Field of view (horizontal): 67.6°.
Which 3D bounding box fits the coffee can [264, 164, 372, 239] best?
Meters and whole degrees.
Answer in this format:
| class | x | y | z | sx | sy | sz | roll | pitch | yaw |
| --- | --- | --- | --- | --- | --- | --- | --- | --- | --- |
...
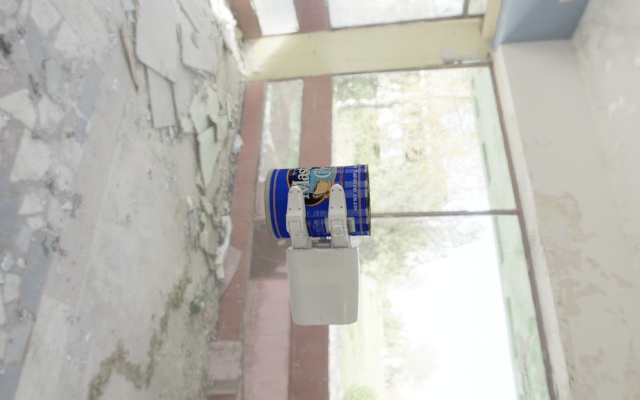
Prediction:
| class | x | y | z | sx | sy | sz | roll | pitch | yaw |
| --- | --- | --- | --- | --- | --- | --- | --- | --- | --- |
| coffee can | 0.000 | 0.002 | 0.682 | 0.140 | 0.103 | 0.103 | -2 | 0 | 8 |
